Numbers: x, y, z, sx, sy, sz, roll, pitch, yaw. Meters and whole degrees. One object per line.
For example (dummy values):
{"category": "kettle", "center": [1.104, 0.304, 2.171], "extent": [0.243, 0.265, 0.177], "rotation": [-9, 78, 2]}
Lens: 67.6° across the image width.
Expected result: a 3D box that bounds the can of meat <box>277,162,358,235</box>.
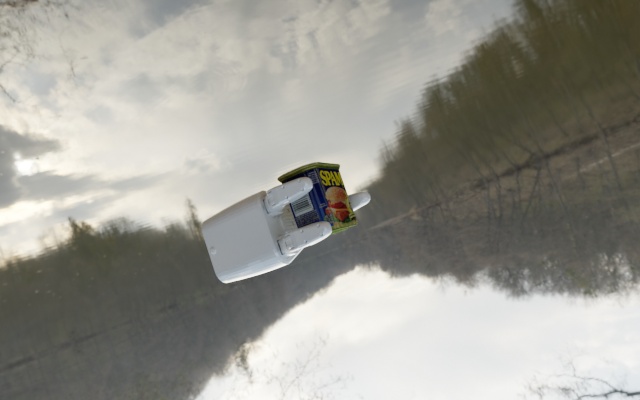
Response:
{"category": "can of meat", "center": [0.000, 0.002, 0.598], "extent": [0.057, 0.084, 0.102], "rotation": [-22, -7, 22]}
